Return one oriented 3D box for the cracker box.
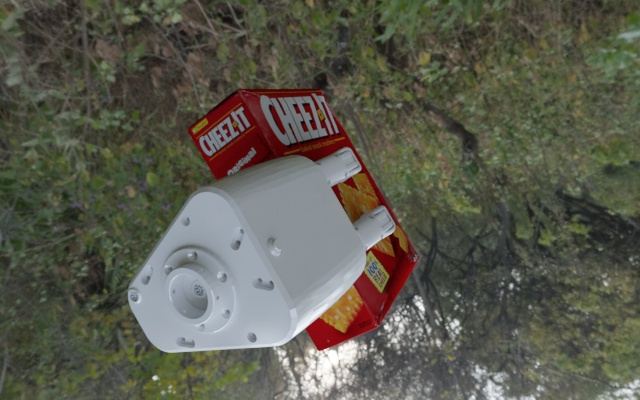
[{"bbox_3d":[0.000,0.002,0.445,0.072,0.213,0.164,-30,-1,26],"label":"cracker box"}]
